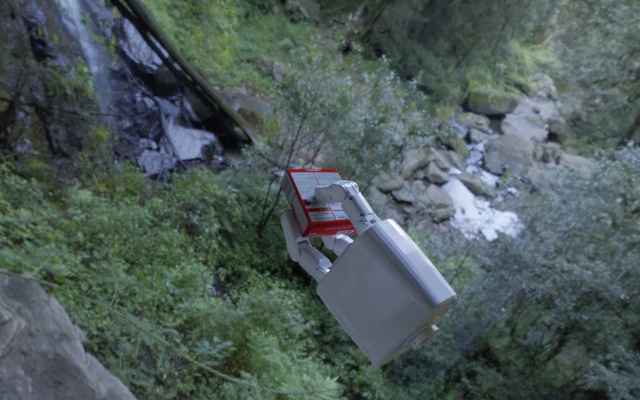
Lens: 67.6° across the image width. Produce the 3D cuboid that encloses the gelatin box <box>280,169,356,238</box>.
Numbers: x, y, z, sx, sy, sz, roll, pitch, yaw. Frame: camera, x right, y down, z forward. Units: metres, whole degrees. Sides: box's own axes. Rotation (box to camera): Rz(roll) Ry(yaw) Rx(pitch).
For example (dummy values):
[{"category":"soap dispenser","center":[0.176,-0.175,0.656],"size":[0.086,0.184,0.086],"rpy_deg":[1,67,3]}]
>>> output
[{"category":"gelatin box","center":[0.000,0.001,0.579],"size":[0.073,0.089,0.030],"rpy_deg":[-3,-39,-30]}]
